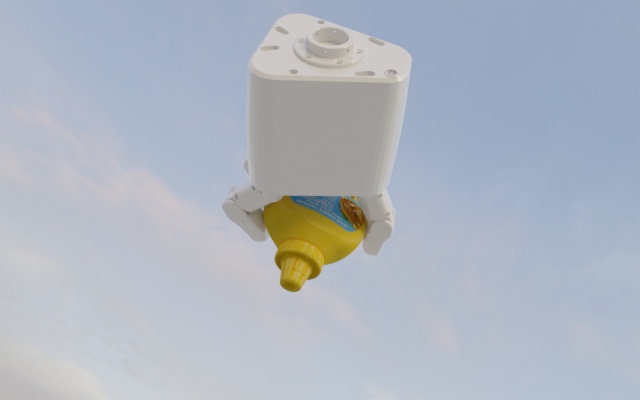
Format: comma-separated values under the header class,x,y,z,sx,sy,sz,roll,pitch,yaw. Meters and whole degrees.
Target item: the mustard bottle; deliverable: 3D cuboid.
class,x,y,z,sx,sy,sz,roll,pitch,yaw
mustard bottle,0.000,0.001,0.445,0.096,0.191,0.058,30,-43,-11
